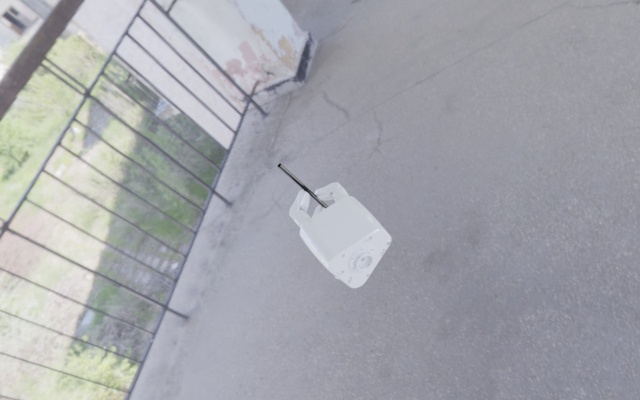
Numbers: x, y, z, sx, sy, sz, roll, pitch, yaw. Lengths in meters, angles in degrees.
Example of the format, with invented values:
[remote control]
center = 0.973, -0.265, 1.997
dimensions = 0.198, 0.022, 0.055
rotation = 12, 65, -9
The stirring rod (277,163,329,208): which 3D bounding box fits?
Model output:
[stirring rod]
center = 0.000, 0.003, 0.881
dimensions = 0.011, 0.011, 0.240
rotation = 0, -31, 42
